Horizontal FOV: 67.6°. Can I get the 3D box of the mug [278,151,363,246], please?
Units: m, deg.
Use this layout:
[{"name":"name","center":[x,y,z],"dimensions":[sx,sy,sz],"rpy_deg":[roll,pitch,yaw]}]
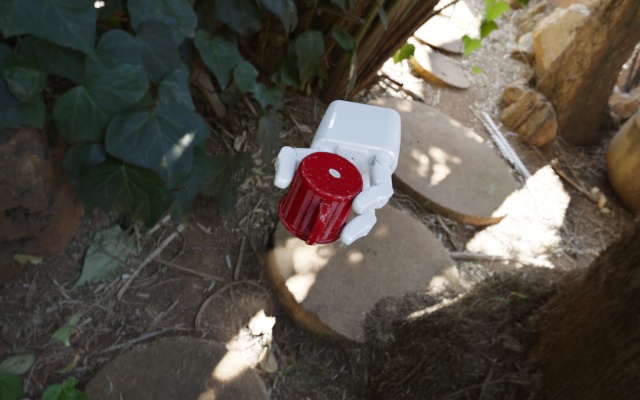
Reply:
[{"name":"mug","center":[0.000,0.003,0.581],"dimensions":[0.093,0.117,0.081],"rpy_deg":[20,-46,-6]}]
